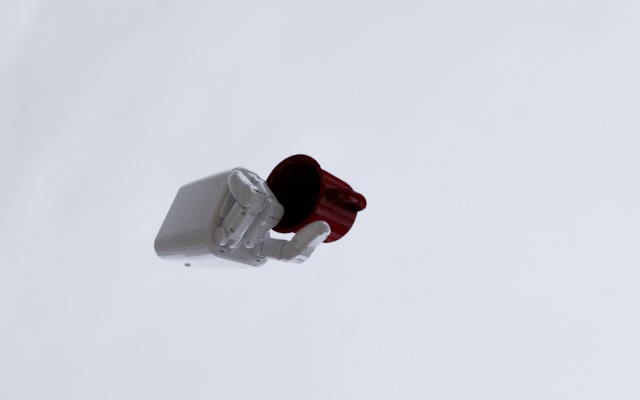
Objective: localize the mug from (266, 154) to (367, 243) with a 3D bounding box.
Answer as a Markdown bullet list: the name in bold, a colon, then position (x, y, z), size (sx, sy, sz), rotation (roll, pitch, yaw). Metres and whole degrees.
- **mug**: position (0.001, 0.002, 0.551), size (0.117, 0.093, 0.081), rotation (-7, -21, 37)
